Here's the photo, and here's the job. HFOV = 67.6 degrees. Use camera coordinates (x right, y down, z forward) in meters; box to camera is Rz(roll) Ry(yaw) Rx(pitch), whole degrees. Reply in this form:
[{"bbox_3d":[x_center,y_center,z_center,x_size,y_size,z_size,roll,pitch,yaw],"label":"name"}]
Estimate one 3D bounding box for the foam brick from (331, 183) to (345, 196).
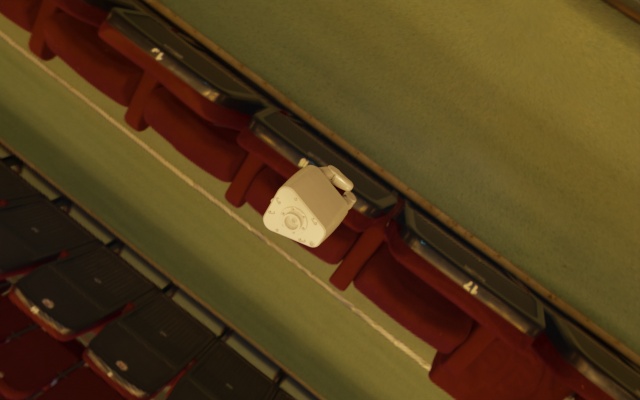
[{"bbox_3d":[0.000,0.003,0.891,0.053,0.078,0.051,36,31,6],"label":"foam brick"}]
